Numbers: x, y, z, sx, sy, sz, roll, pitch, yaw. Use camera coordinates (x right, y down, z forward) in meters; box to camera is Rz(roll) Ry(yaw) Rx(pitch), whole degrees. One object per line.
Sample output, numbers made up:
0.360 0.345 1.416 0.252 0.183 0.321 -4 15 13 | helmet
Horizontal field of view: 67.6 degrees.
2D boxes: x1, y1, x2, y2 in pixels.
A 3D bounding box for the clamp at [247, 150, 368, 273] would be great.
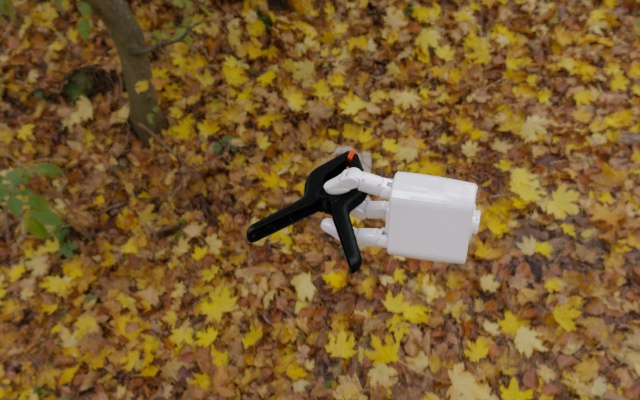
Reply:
0.000 0.001 0.683 0.164 0.209 0.036 10 -41 15 | clamp
